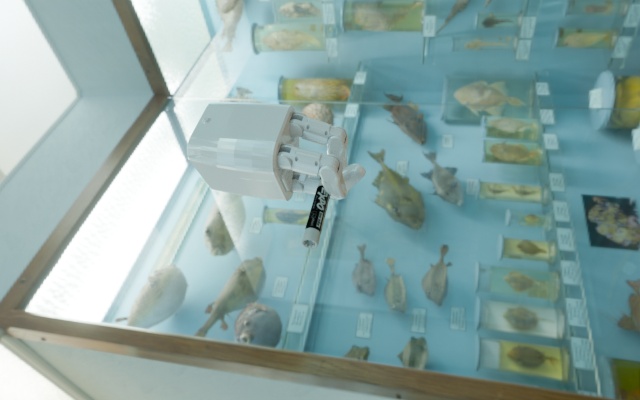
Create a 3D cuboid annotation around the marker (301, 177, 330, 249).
[{"bbox_3d":[0.000,0.002,0.550,0.020,0.121,0.020,9,-40,7],"label":"marker"}]
